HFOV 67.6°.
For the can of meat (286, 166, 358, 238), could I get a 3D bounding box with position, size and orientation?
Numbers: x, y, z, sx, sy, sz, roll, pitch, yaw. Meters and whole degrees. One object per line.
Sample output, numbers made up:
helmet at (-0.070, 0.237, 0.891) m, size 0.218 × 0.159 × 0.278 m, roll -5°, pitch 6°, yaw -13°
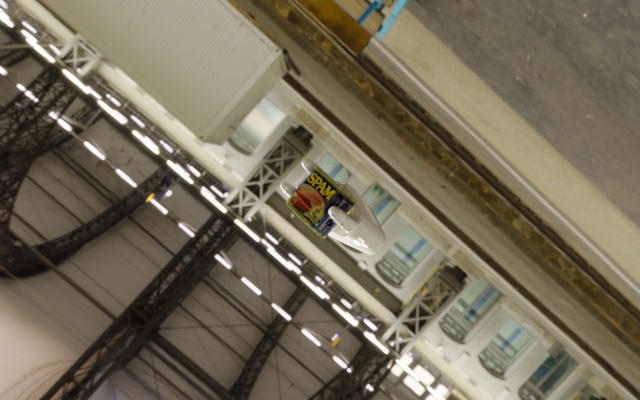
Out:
can of meat at (0.000, 0.003, 0.816) m, size 0.102 × 0.084 × 0.057 m, roll 44°, pitch 4°, yaw 41°
